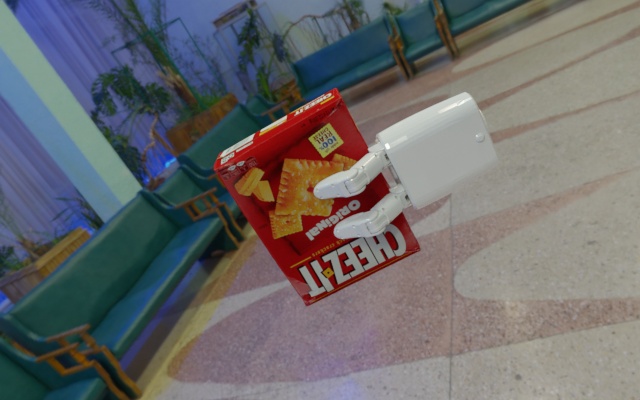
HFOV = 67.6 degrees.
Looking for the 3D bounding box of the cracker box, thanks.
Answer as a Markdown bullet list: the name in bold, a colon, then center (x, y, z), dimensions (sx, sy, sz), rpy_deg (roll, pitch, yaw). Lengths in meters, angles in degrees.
- **cracker box**: center (0.000, 0.002, 0.573), dimensions (0.164, 0.214, 0.072), rpy_deg (-28, 21, 8)
